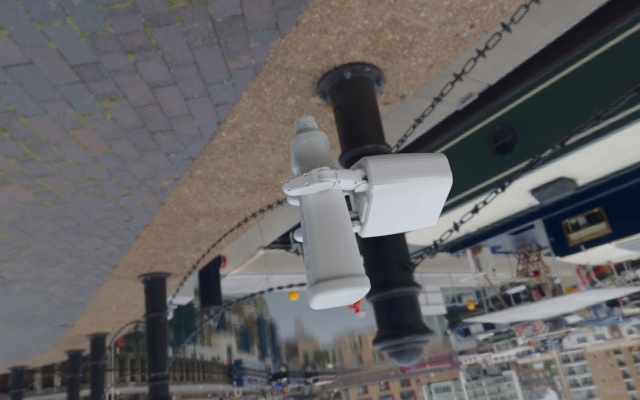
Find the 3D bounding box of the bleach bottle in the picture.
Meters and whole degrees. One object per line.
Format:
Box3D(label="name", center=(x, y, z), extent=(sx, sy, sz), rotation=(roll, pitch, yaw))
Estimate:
Box3D(label="bleach bottle", center=(0.000, 0.002, 0.600), extent=(0.068, 0.250, 0.103), rotation=(-6, -22, -11))
